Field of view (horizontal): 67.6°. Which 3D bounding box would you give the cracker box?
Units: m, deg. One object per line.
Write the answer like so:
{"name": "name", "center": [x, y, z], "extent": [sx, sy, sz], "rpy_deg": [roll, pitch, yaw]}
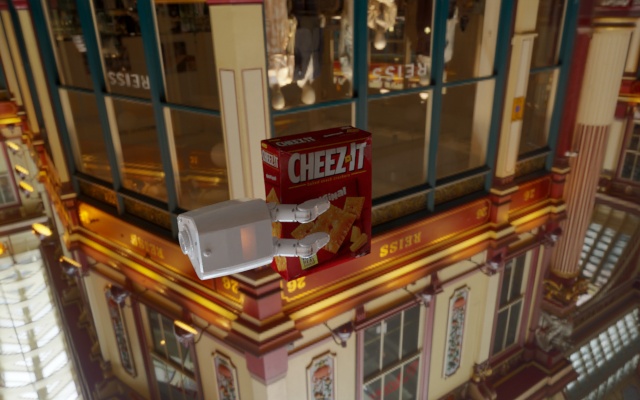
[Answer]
{"name": "cracker box", "center": [0.000, 0.003, 0.752], "extent": [0.164, 0.214, 0.072], "rpy_deg": [-14, 25, -28]}
